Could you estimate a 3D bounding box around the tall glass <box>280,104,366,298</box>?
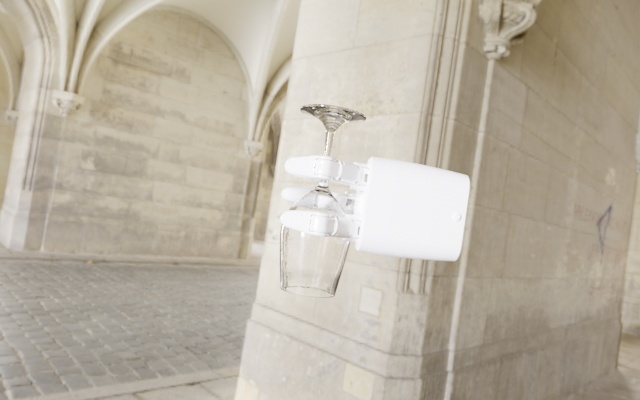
[{"bbox_3d":[0.000,0.001,0.527,0.079,0.201,0.079,9,-2,0],"label":"tall glass"}]
